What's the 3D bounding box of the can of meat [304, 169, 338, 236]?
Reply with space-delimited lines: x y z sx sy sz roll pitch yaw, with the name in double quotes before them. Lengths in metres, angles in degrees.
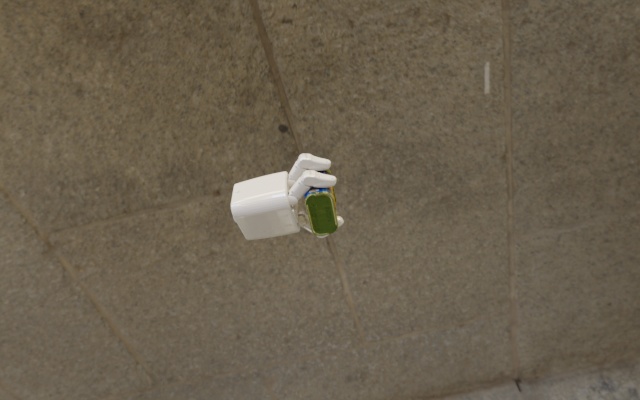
"can of meat" 0.000 0.003 0.892 0.057 0.102 0.084 -10 35 3
